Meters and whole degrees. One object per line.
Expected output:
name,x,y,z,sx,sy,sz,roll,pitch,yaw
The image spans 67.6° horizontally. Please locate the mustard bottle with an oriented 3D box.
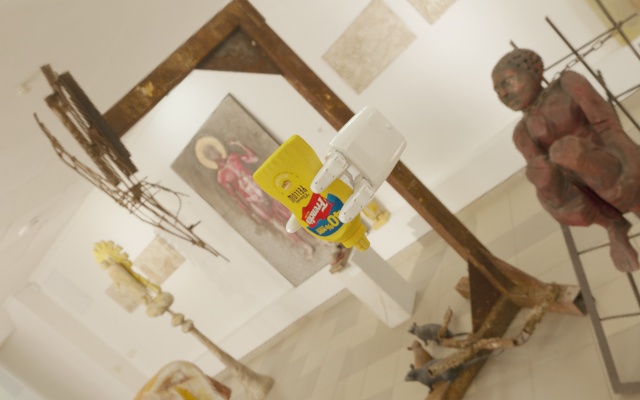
mustard bottle,0.000,0.002,0.682,0.096,0.191,0.058,-39,11,35
